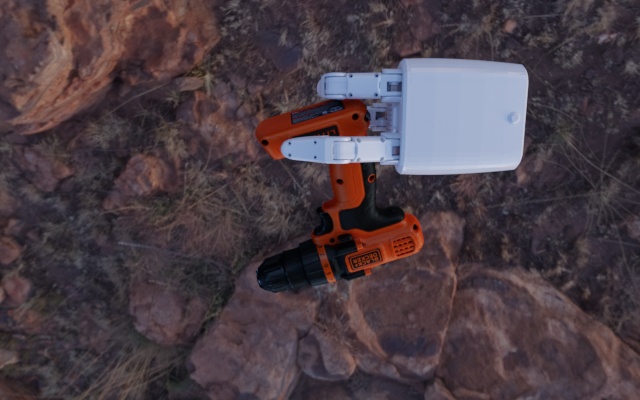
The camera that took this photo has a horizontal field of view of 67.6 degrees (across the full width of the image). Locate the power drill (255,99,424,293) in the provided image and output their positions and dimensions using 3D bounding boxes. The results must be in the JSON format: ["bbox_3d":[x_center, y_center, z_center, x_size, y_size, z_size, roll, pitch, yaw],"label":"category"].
[{"bbox_3d":[0.000,0.001,0.483,0.184,0.188,0.057,-18,29,1],"label":"power drill"}]
